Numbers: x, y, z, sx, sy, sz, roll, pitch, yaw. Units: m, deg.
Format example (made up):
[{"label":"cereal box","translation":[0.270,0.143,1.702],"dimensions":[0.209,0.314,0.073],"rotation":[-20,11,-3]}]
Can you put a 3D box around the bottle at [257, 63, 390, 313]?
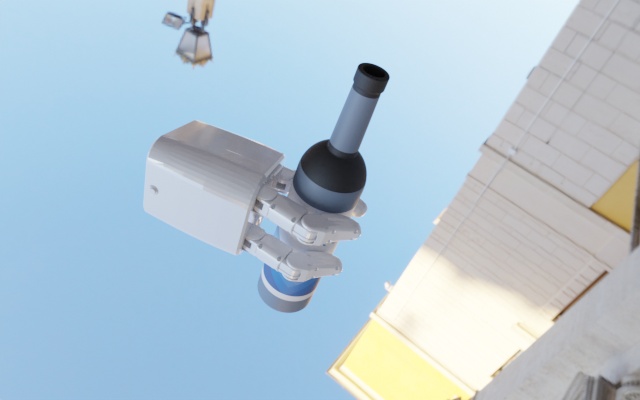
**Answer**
[{"label":"bottle","translation":[0.000,0.002,0.474],"dimensions":[0.069,0.296,0.069],"rotation":[13,41,-11]}]
